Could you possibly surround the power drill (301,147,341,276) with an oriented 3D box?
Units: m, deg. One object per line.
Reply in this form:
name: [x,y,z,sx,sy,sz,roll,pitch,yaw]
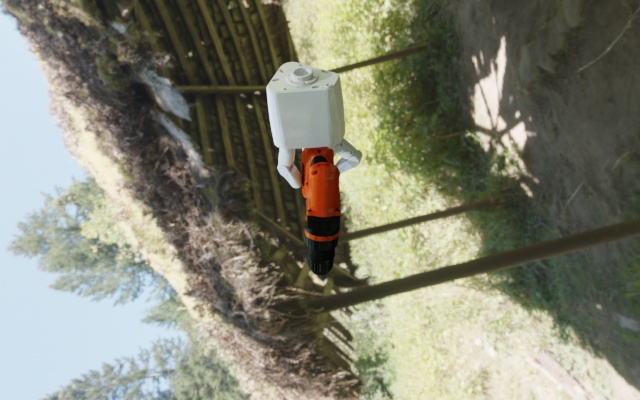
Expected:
power drill: [0.000,0.002,0.773,0.057,0.184,0.187,1,26,-6]
